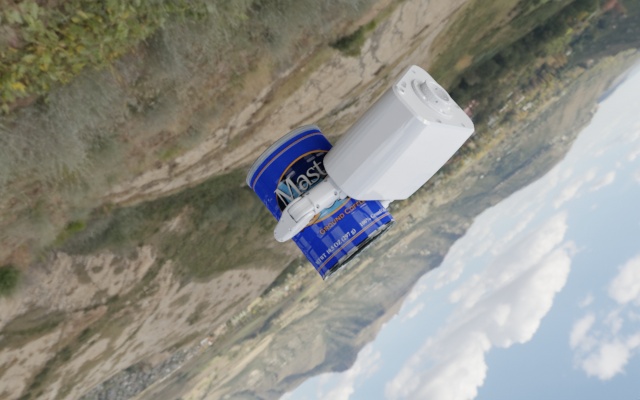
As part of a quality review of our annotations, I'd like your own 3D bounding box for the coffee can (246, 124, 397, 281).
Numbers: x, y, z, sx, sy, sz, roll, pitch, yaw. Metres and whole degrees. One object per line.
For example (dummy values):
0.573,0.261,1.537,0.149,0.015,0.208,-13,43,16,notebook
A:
0.000,0.002,0.529,0.103,0.140,0.103,-37,-11,-9,coffee can
